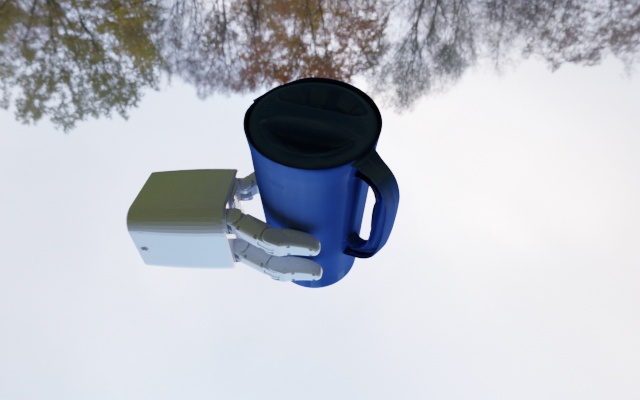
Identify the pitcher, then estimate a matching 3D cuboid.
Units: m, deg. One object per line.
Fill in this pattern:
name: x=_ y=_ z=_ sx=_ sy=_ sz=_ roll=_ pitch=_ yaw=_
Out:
pitcher: x=0.000 y=0.002 z=0.536 sx=0.145 sy=0.149 sz=0.243 roll=-1 pitch=-40 yaw=-1
